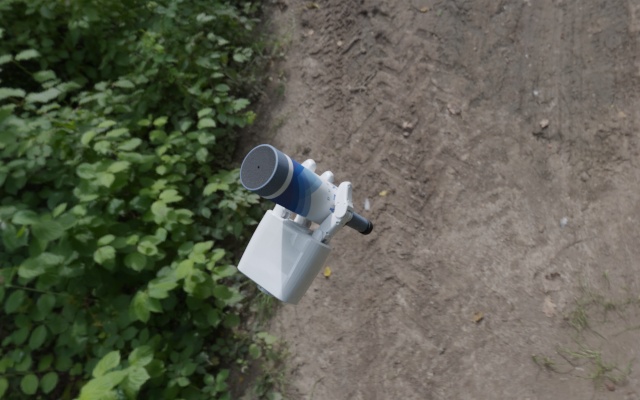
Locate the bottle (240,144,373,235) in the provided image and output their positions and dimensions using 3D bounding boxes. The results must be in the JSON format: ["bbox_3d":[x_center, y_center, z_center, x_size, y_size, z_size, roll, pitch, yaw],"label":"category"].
[{"bbox_3d":[0.000,0.002,0.746,0.069,0.069,0.296,0,-19,36],"label":"bottle"}]
